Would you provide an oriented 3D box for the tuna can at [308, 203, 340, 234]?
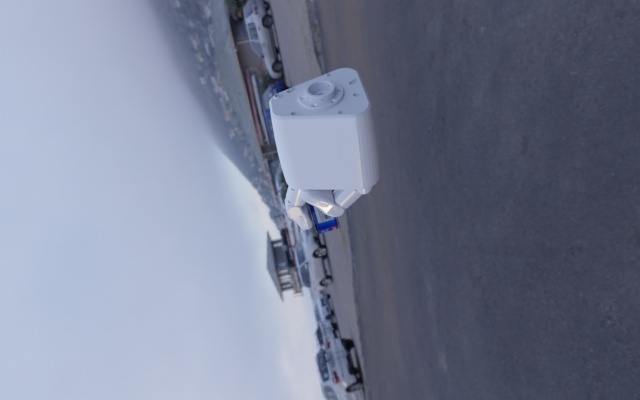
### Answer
[{"bbox_3d":[0.000,0.002,0.660,0.034,0.086,0.086,-16,0,0],"label":"tuna can"}]
